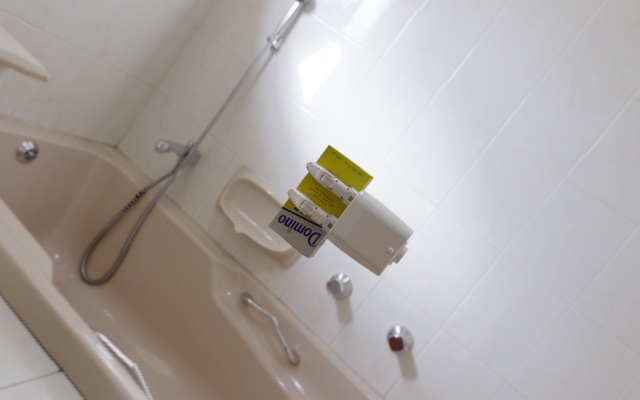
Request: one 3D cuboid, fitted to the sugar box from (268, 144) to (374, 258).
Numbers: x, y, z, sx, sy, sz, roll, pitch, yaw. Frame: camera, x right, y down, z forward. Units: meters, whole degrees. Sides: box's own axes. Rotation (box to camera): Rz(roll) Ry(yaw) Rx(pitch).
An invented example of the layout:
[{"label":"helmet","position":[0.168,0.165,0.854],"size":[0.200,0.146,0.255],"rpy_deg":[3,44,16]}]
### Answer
[{"label":"sugar box","position":[0.000,0.003,0.811],"size":[0.093,0.176,0.048],"rpy_deg":[38,6,11]}]
